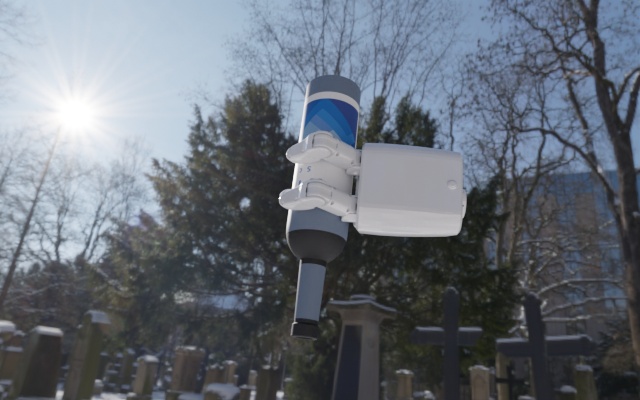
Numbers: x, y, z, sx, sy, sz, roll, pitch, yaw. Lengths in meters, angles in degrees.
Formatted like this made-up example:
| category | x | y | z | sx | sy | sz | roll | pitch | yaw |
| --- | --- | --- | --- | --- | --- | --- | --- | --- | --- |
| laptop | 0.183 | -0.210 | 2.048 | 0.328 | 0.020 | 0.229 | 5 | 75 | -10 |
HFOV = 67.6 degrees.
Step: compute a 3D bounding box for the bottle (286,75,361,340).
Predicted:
| category | x | y | z | sx | sy | sz | roll | pitch | yaw |
| --- | --- | --- | --- | --- | --- | --- | --- | --- | --- |
| bottle | 0.000 | 0.001 | 0.530 | 0.069 | 0.295 | 0.069 | 6 | -22 | 2 |
